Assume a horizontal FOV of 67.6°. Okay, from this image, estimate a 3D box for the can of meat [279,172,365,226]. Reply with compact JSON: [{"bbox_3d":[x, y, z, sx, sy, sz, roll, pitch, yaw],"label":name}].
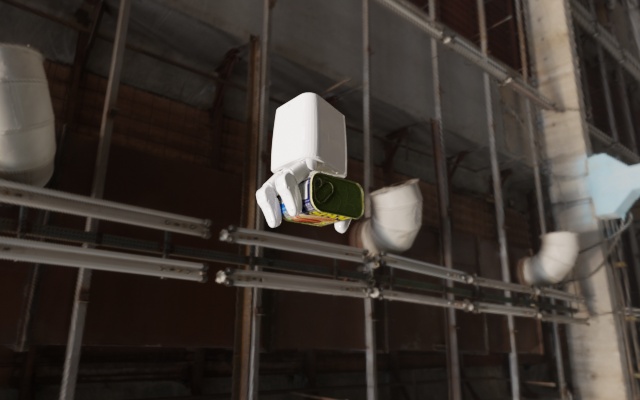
[{"bbox_3d":[0.000,0.002,0.709,0.102,0.057,0.084,12,-20,-39],"label":"can of meat"}]
